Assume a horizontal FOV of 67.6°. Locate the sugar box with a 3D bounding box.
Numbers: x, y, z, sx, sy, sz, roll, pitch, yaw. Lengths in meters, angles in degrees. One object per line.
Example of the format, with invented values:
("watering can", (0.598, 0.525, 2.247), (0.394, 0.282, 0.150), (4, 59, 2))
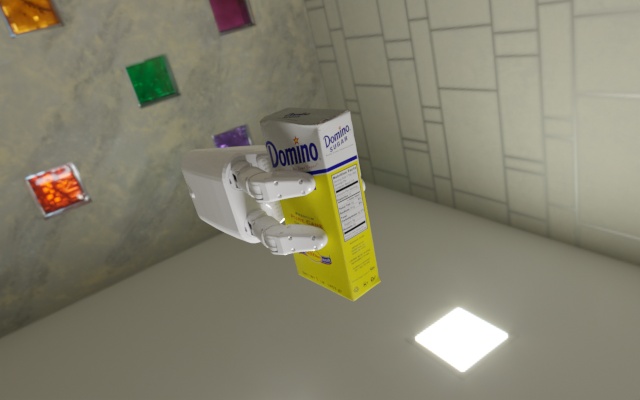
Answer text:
("sugar box", (0.000, 0.002, 0.461), (0.048, 0.176, 0.093), (-30, 27, -32))
